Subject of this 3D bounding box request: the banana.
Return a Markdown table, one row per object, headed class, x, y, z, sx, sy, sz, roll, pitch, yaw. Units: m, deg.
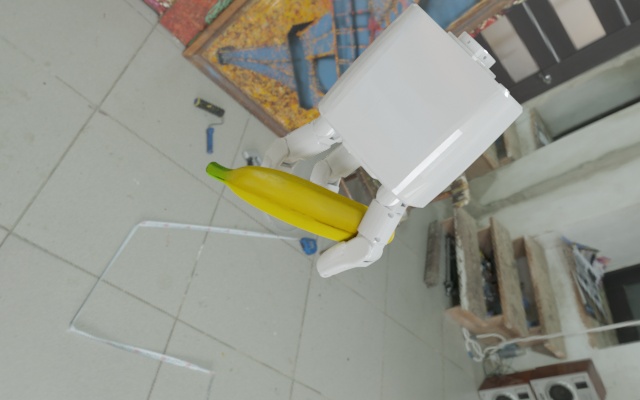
| class | x | y | z | sx | sy | sz | roll | pitch | yaw |
| --- | --- | --- | --- | --- | --- | --- | --- | --- | --- |
| banana | 0.004 | 0.007 | 0.405 | 0.198 | 0.037 | 0.069 | 23 | 12 | -31 |
